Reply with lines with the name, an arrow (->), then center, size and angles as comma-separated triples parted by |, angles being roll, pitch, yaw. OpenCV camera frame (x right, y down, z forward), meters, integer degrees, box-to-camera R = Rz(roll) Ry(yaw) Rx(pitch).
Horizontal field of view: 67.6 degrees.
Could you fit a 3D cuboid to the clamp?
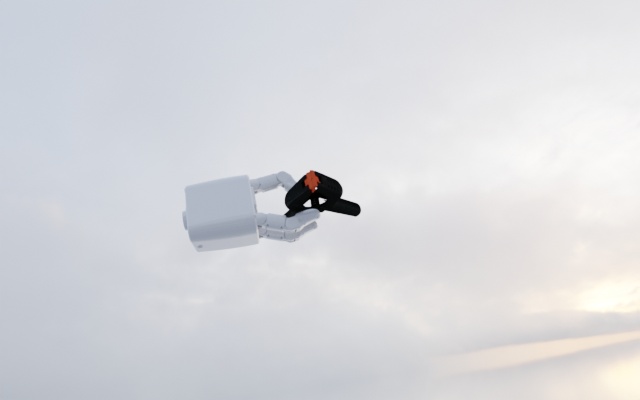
clamp -> 0.000, 0.002, 0.794 | 0.164, 0.036, 0.210 | -12, -20, -10
